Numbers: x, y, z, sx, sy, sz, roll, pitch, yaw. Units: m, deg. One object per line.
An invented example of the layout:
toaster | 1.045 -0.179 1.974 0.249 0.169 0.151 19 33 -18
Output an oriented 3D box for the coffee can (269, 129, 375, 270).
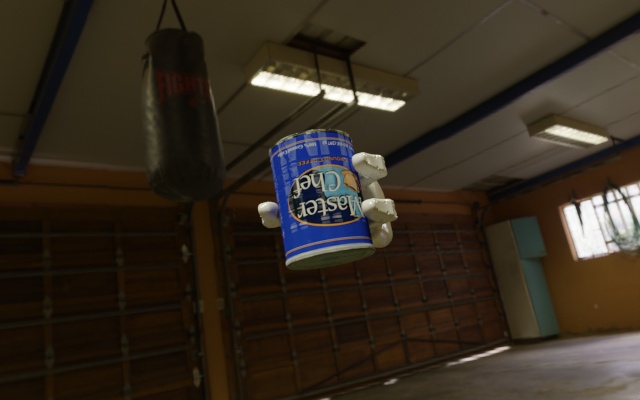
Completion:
coffee can | 0.000 0.002 0.559 0.103 0.140 0.103 -10 -15 -3
